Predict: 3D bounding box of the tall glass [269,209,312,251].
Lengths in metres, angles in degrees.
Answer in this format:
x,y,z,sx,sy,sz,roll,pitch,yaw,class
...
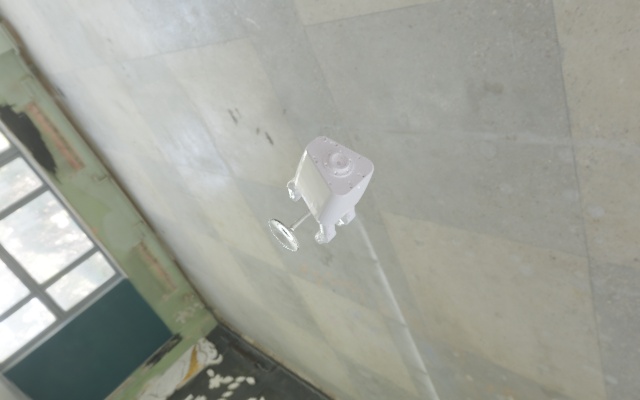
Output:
x,y,z,sx,sy,sz,roll,pitch,yaw,class
0.000,0.003,0.898,0.201,0.079,0.079,-42,22,-27,tall glass
